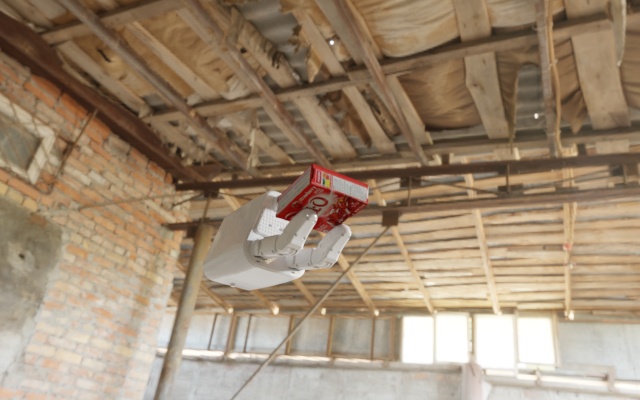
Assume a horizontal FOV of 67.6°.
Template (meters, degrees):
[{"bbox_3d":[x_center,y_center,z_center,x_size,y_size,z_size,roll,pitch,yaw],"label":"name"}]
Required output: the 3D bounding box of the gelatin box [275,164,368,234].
[{"bbox_3d":[0.000,0.001,0.541,0.073,0.030,0.089,20,-35,-24],"label":"gelatin box"}]
